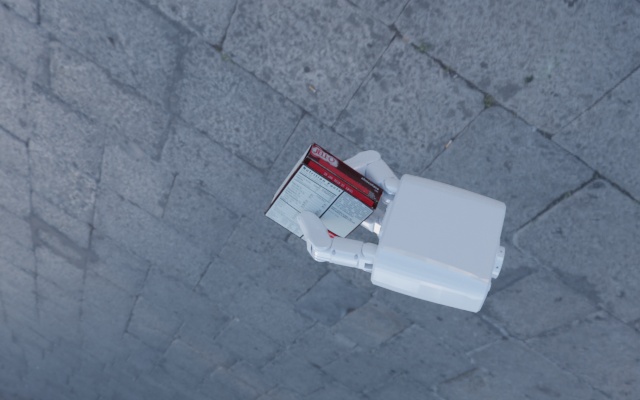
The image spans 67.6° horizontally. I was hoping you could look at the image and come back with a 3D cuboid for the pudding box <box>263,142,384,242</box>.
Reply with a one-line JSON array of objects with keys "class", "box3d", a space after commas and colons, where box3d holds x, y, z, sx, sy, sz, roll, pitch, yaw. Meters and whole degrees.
[{"class": "pudding box", "box3d": [0.000, 0.002, 0.517, 0.090, 0.039, 0.113, 34, -43, -7]}]
